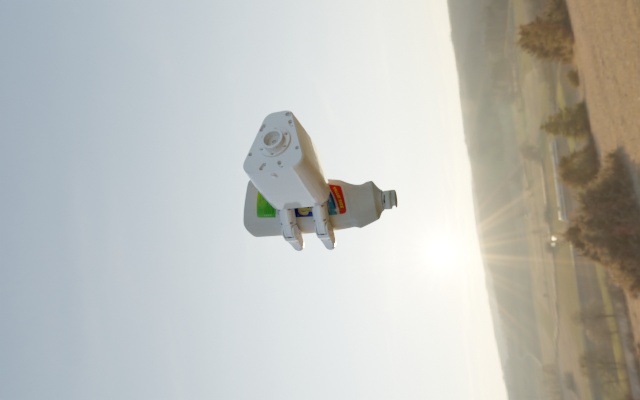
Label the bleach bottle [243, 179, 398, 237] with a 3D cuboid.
[{"bbox_3d":[0.000,0.003,0.787,0.251,0.102,0.068,-6,-28,18],"label":"bleach bottle"}]
